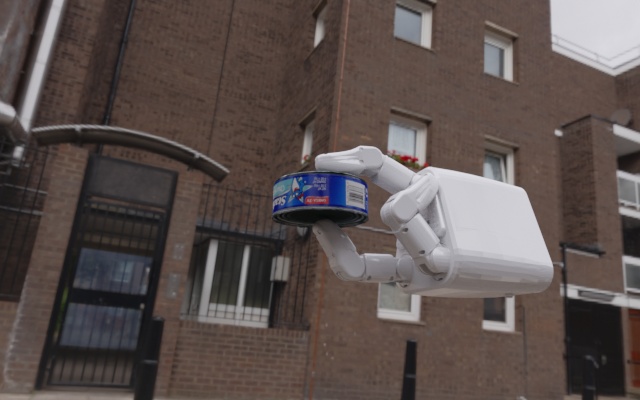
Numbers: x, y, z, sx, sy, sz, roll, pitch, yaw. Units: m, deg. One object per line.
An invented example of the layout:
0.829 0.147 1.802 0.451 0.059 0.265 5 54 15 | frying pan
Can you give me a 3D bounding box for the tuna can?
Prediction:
0.000 0.001 0.425 0.086 0.033 0.086 0 -13 0 | tuna can
